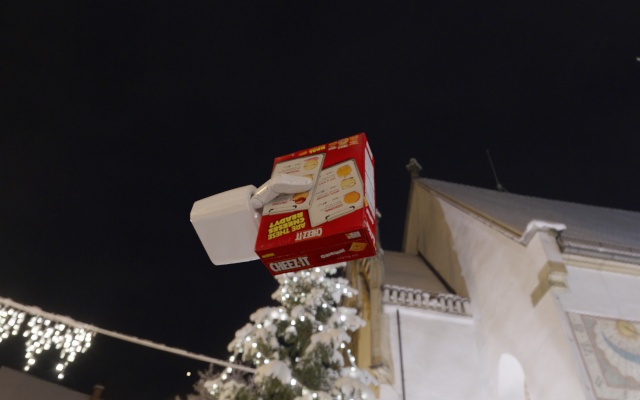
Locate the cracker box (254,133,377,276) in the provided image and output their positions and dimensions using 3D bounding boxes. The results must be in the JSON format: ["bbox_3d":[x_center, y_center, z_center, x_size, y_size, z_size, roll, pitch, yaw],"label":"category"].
[{"bbox_3d":[0.000,0.002,0.736,0.164,0.072,0.213,-14,41,17],"label":"cracker box"}]
